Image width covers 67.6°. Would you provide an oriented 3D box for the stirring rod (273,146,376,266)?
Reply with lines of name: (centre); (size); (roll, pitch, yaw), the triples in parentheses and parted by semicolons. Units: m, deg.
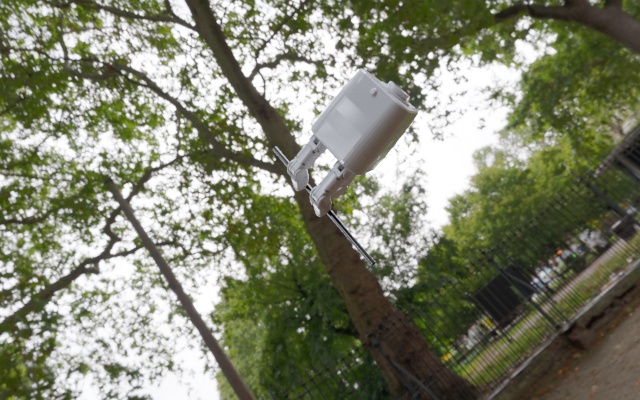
stirring rod: (0.000, 0.002, 0.689); (0.239, 0.011, 0.011); (49, 26, 25)
